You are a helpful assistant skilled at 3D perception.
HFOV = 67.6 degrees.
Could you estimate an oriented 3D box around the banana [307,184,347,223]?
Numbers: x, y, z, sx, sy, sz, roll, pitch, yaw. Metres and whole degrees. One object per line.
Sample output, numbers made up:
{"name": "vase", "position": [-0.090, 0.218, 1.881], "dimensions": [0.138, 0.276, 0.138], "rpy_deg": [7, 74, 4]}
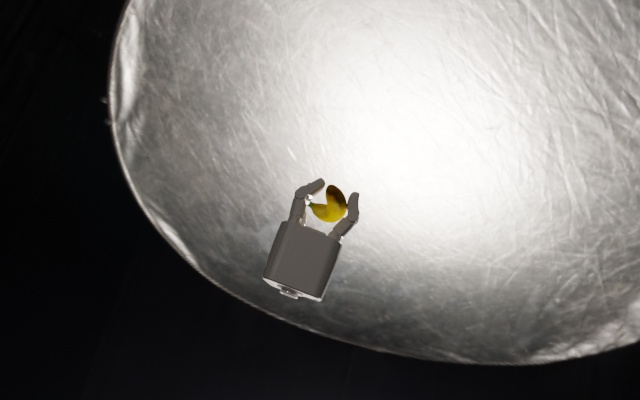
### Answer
{"name": "banana", "position": [0.016, 0.012, 0.899], "dimensions": [0.069, 0.037, 0.198], "rpy_deg": [28, -15, -10]}
